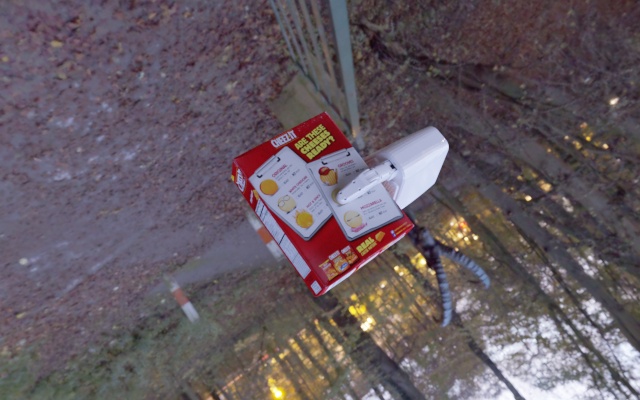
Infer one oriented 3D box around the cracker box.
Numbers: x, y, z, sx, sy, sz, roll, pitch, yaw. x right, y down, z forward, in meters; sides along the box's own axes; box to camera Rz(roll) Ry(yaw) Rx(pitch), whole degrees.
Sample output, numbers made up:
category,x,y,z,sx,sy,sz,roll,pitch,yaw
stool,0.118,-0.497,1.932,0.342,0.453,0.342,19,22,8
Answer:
category,x,y,z,sx,sy,sz,roll,pitch,yaw
cracker box,0.000,0.002,0.676,0.164,0.213,0.072,-32,-13,-25
